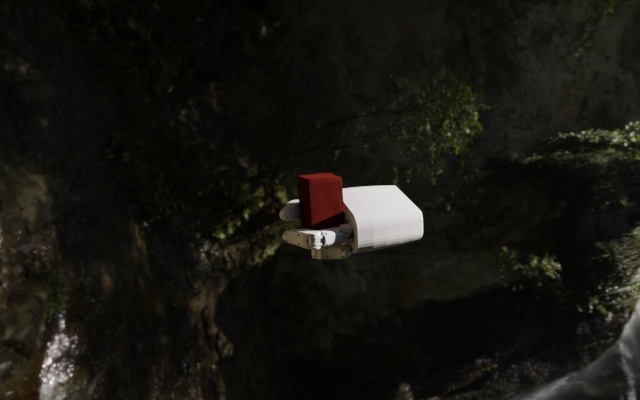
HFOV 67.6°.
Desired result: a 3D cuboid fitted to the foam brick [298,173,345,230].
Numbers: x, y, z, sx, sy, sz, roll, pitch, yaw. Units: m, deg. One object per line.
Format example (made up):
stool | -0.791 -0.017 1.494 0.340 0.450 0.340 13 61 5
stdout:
foam brick | 0.000 0.002 0.677 0.051 0.078 0.053 -7 13 -16
